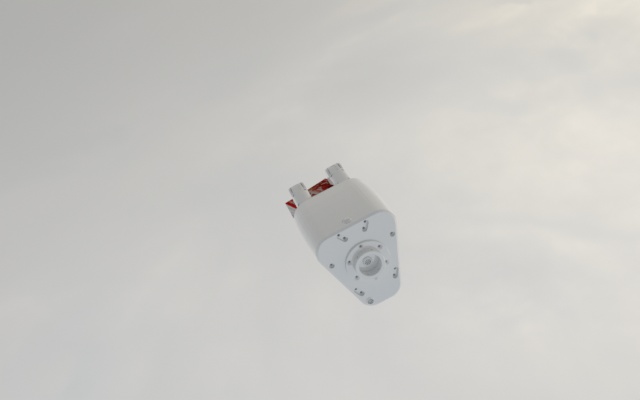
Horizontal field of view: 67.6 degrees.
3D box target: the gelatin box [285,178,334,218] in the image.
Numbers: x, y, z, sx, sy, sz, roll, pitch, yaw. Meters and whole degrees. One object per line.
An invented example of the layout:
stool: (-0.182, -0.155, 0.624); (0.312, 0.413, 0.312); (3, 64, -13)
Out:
gelatin box: (0.000, 0.003, 0.665); (0.073, 0.030, 0.089); (-33, 20, -15)
